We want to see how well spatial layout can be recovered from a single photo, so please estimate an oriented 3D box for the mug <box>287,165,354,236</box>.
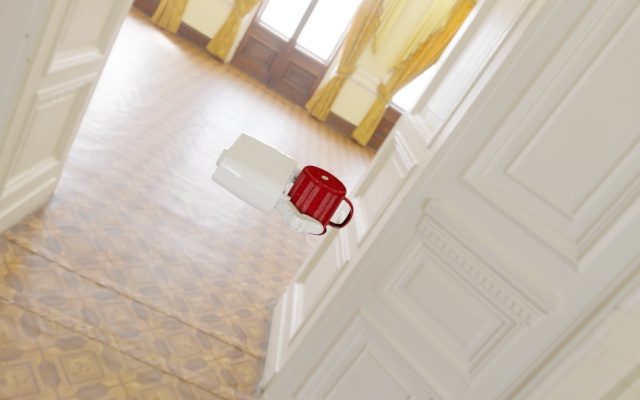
[{"bbox_3d":[0.001,0.003,0.775,0.117,0.081,0.093,29,20,-7],"label":"mug"}]
